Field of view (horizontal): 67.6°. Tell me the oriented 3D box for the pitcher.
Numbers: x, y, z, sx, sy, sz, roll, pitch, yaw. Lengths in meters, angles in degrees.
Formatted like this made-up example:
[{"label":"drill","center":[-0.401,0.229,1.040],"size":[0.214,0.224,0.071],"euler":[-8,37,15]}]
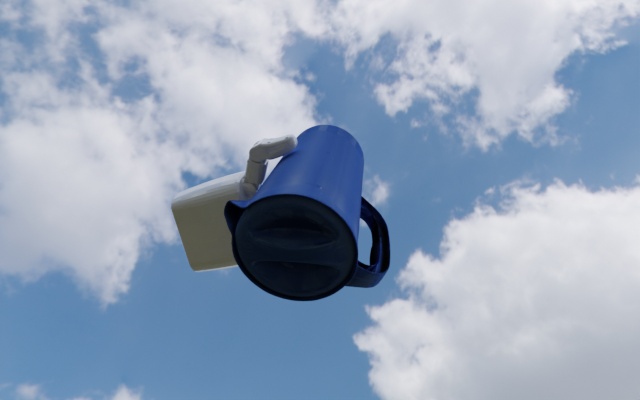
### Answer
[{"label":"pitcher","center":[0.000,0.002,0.585],"size":[0.145,0.149,0.242],"euler":[-15,25,18]}]
